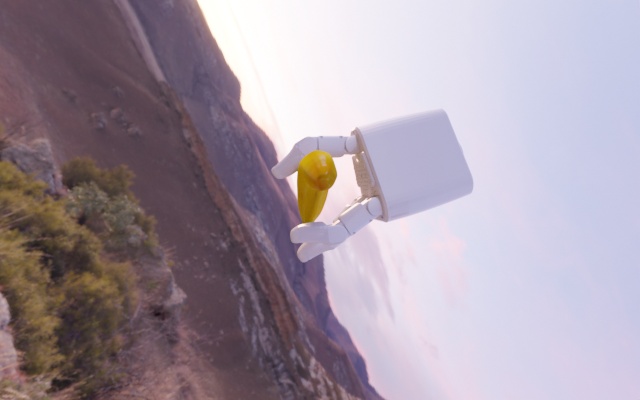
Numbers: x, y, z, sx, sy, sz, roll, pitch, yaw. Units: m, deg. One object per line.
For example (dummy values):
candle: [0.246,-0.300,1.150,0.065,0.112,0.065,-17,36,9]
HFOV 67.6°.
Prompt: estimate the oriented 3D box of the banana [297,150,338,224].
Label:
banana: [-0.004,-0.015,0.510,0.037,0.069,0.198,-10,-18,-7]
